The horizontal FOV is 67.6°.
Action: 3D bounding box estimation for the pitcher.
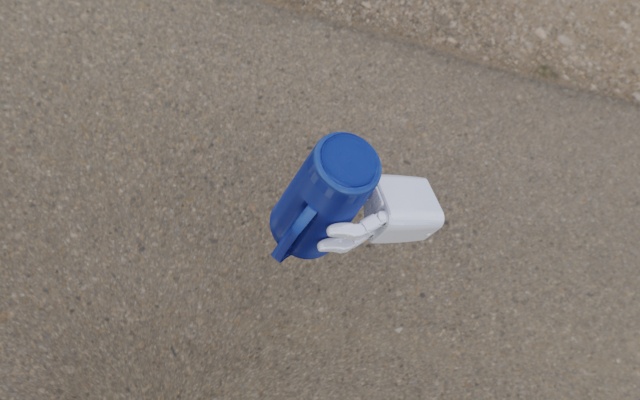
[{"bbox_3d":[0.000,0.003,0.785,0.145,0.149,0.243,1,-27,-19],"label":"pitcher"}]
